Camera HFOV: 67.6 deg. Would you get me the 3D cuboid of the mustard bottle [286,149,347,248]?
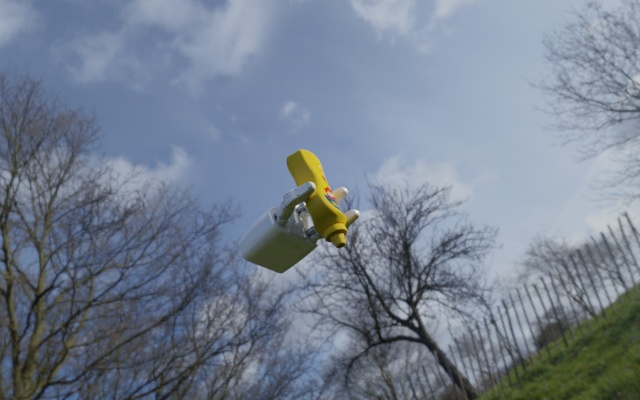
[{"bbox_3d":[0.000,0.002,0.859,0.058,0.191,0.096,-29,-31,8],"label":"mustard bottle"}]
